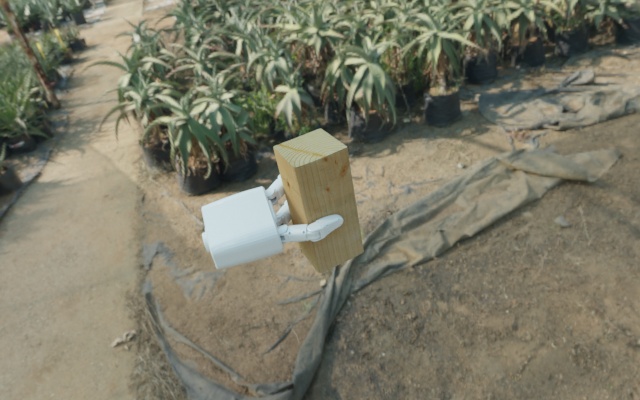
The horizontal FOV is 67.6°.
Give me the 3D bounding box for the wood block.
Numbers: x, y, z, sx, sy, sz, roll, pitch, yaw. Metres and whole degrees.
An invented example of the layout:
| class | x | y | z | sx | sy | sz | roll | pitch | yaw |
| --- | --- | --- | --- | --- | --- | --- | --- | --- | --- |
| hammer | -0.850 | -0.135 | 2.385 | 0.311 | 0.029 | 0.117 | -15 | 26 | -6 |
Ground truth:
| class | x | y | z | sx | sy | sz | roll | pitch | yaw |
| --- | --- | --- | --- | --- | --- | --- | --- | --- | --- |
| wood block | 0.000 | 0.003 | 0.782 | 0.090 | 0.206 | 0.090 | -23 | 35 | -17 |
